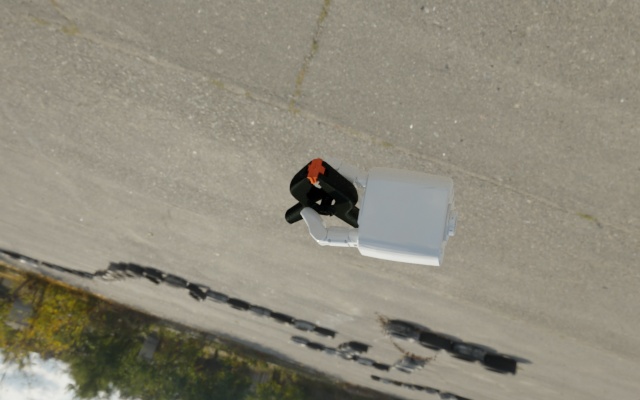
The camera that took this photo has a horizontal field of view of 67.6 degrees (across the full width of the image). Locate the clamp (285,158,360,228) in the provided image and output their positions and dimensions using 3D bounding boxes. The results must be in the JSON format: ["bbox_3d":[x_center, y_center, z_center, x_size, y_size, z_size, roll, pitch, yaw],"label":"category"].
[{"bbox_3d":[0.000,0.003,0.679,0.164,0.036,0.210,7,-23,20],"label":"clamp"}]
